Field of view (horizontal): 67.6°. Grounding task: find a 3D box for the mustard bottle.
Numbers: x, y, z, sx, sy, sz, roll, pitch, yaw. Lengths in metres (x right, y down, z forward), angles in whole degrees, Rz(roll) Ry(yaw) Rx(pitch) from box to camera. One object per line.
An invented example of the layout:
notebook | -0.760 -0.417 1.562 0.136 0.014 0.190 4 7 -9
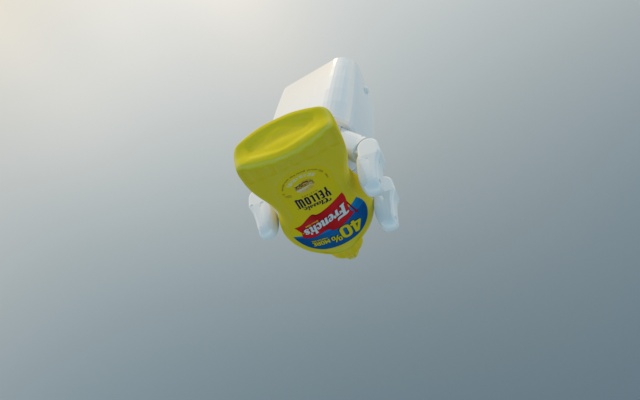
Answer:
mustard bottle | 0.000 0.002 0.473 0.096 0.058 0.192 -25 -44 6
